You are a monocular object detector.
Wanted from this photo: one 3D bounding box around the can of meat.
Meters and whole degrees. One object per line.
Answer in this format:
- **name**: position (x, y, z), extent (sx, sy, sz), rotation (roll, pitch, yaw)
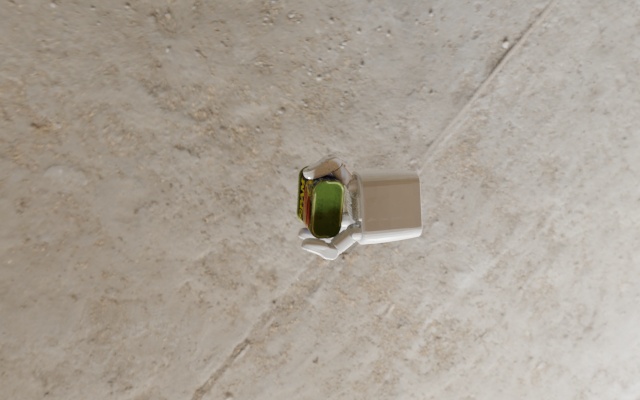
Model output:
- **can of meat**: position (0.000, 0.003, 0.774), extent (0.057, 0.102, 0.084), rotation (-1, 19, -17)
